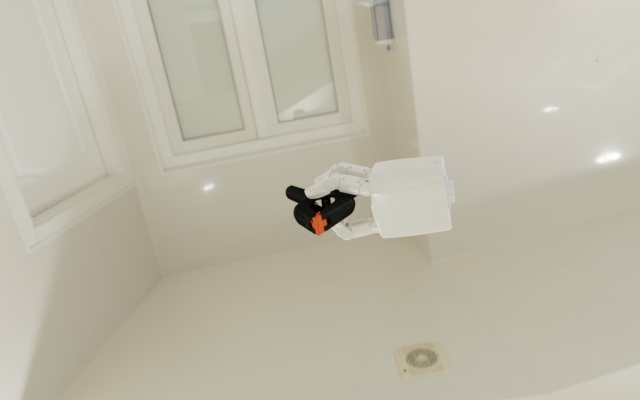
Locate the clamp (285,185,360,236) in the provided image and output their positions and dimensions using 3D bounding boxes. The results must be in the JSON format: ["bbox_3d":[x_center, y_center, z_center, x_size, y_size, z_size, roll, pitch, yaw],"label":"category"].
[{"bbox_3d":[0.000,0.003,0.752,0.164,0.036,0.210,-9,18,17],"label":"clamp"}]
